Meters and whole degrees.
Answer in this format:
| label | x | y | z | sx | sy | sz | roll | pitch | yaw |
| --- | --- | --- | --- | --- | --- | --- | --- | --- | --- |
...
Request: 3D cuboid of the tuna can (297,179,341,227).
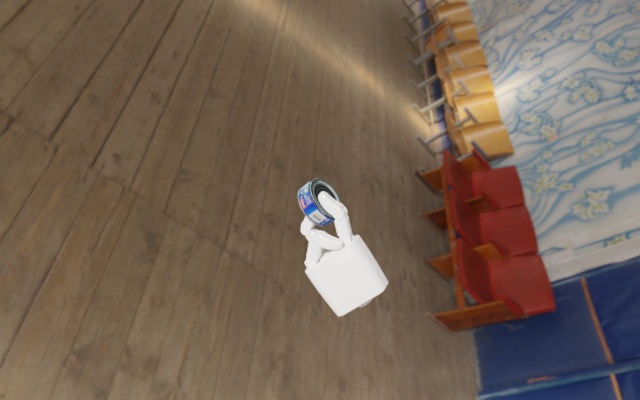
| label | x | y | z | sx | sy | sz | roll | pitch | yaw |
| --- | --- | --- | --- | --- | --- | --- | --- | --- | --- |
| tuna can | 0.000 | 0.003 | 0.880 | 0.034 | 0.086 | 0.086 | -35 | -21 | 32 |
